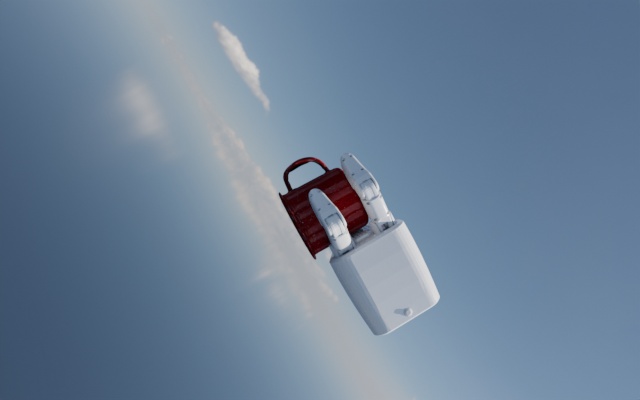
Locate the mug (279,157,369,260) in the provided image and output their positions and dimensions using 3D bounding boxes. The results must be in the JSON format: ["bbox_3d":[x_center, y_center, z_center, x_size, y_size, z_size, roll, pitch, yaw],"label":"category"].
[{"bbox_3d":[0.000,0.001,0.584,0.081,0.117,0.093,-29,3,-6],"label":"mug"}]
